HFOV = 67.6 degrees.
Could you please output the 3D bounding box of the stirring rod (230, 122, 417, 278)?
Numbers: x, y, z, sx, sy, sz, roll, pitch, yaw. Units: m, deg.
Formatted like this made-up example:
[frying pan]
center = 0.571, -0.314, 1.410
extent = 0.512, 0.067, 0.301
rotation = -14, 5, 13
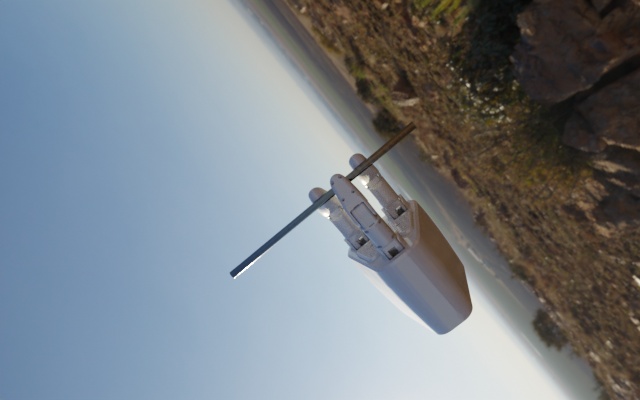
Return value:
[stirring rod]
center = 0.000, 0.002, 0.484
extent = 0.239, 0.011, 0.011
rotation = -40, -6, 7
